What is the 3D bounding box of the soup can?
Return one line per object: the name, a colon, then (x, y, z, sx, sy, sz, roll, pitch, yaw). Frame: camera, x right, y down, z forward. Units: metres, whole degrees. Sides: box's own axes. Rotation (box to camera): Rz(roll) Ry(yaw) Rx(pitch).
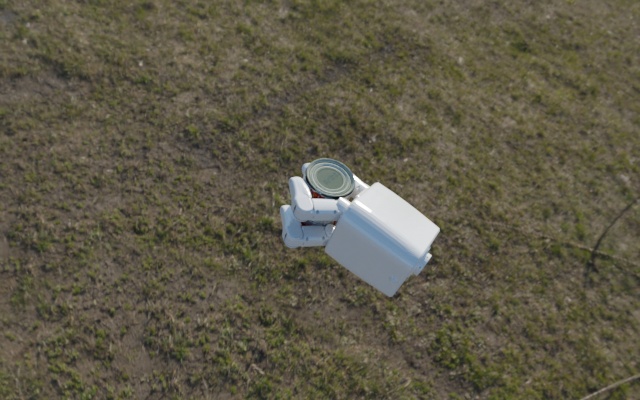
soup can: (0.000, 0.002, 0.637, 0.068, 0.068, 0.102, 0, -39, -19)
